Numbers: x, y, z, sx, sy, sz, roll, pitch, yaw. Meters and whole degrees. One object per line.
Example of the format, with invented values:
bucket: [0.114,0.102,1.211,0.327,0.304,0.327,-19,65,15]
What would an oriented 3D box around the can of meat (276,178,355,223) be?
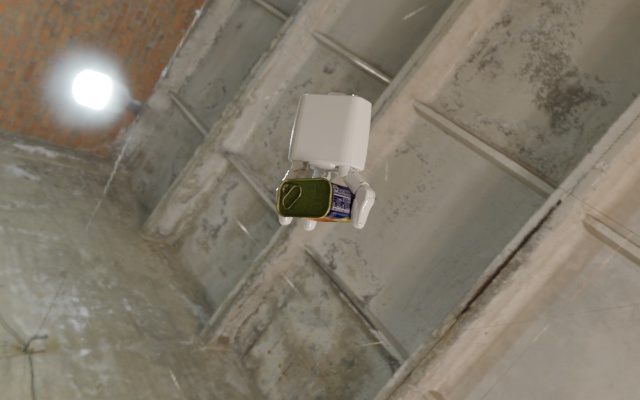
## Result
can of meat: [0.000,0.002,0.713,0.102,0.057,0.084,0,-9,39]
